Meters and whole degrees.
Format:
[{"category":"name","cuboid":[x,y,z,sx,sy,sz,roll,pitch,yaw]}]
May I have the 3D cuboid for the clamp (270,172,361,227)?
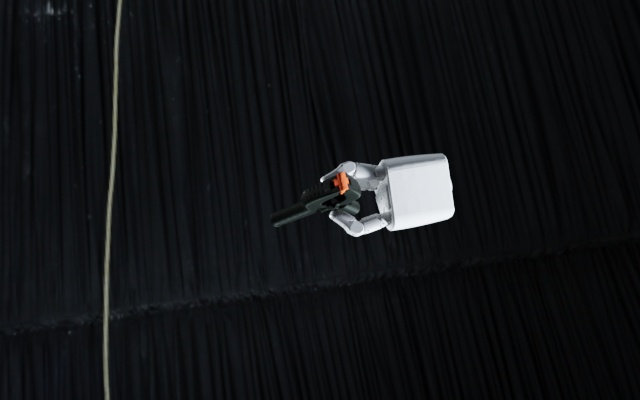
[{"category":"clamp","cuboid":[0.001,0.003,0.771,0.164,0.036,0.210,-11,-13,-9]}]
